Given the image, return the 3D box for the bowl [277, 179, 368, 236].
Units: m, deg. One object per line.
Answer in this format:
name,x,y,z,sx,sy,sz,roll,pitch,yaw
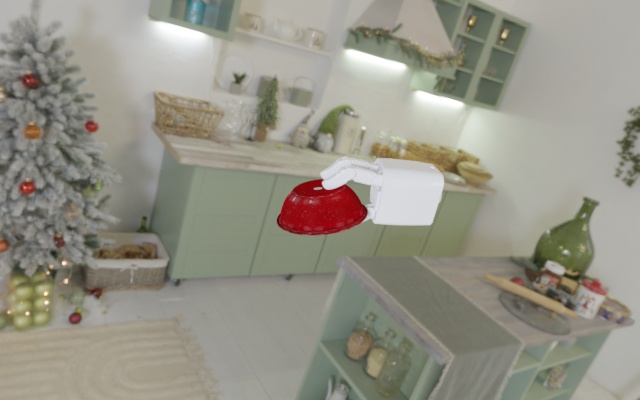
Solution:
bowl,-0.001,0.003,0.829,0.162,0.055,0.162,-6,21,2
